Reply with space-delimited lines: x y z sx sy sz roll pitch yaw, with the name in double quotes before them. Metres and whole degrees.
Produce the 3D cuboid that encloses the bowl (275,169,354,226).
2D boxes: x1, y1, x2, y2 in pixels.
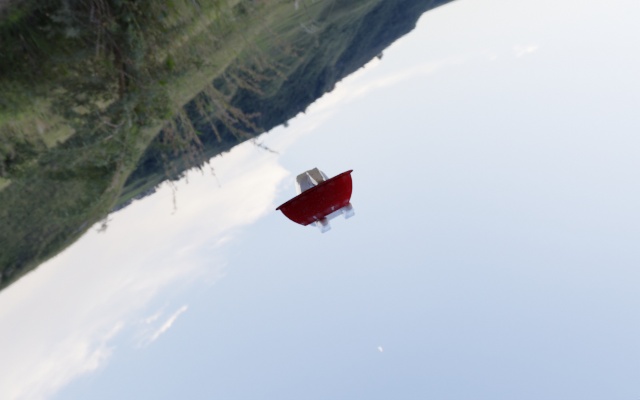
"bowl" 0.000 0.003 0.877 0.162 0.055 0.162 -27 -2 -1
